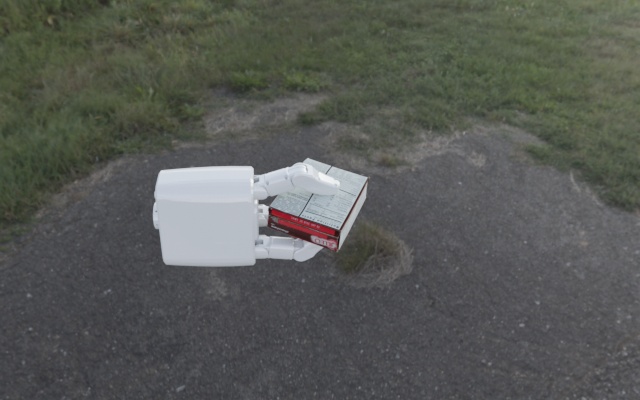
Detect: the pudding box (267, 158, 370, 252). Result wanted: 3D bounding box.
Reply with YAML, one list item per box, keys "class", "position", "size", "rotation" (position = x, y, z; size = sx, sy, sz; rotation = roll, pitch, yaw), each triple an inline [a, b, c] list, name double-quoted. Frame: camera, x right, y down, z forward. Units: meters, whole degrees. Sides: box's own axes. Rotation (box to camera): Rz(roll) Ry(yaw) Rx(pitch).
- class: "pudding box"
  position: [0.000, 0.002, 0.573]
  size: [0.090, 0.039, 0.113]
  rotation: [19, 44, 13]
